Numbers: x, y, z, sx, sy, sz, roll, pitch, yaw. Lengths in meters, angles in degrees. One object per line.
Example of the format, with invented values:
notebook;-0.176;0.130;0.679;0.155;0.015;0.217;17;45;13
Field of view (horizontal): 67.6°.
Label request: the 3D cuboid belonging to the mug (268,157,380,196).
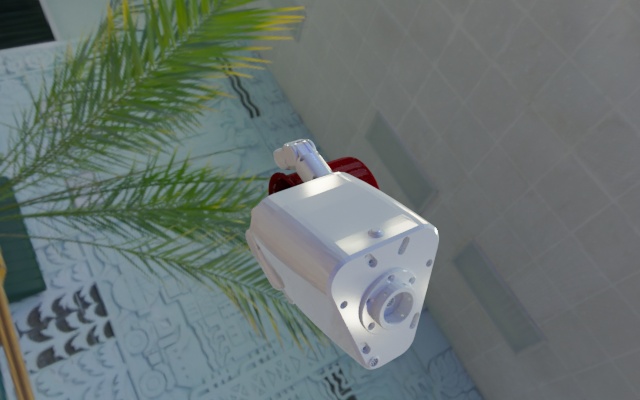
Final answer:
mug;0.000;0.001;0.472;0.081;0.093;0.117;-20;32;-25
